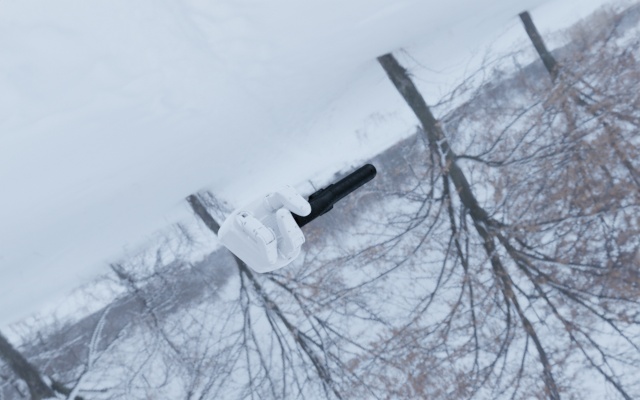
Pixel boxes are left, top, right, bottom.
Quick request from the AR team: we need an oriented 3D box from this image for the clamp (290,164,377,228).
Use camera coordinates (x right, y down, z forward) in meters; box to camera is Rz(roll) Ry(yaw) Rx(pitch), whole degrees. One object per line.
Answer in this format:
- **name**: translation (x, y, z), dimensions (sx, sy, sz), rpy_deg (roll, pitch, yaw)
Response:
- **clamp**: translation (0.000, 0.003, 0.740), dimensions (0.171, 0.039, 0.120), rpy_deg (-31, -3, -28)
